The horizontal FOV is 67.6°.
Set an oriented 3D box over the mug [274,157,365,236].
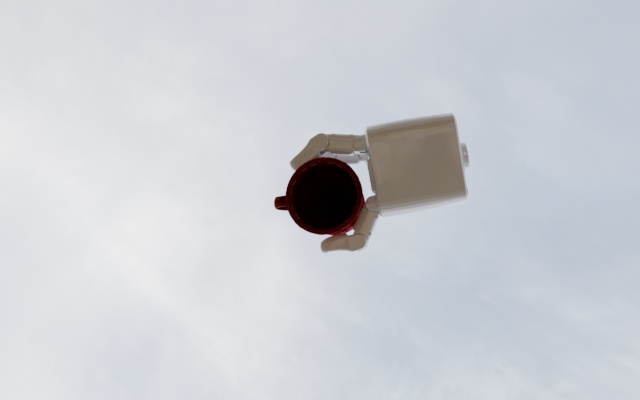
[{"bbox_3d":[-0.001,0.002,0.601,0.117,0.093,0.081,-7,-11,11],"label":"mug"}]
